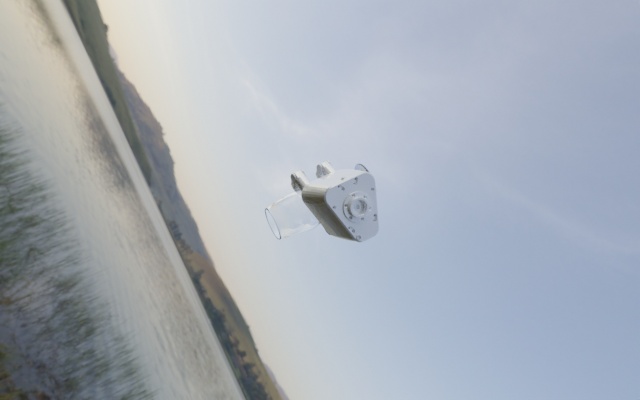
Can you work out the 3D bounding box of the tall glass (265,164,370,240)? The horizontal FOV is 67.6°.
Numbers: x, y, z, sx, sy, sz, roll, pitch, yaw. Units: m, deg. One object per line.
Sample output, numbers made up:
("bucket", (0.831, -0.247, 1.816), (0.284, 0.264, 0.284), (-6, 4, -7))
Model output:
("tall glass", (0.001, 0.003, 0.884), (0.201, 0.079, 0.079), (-25, 8, -17))
